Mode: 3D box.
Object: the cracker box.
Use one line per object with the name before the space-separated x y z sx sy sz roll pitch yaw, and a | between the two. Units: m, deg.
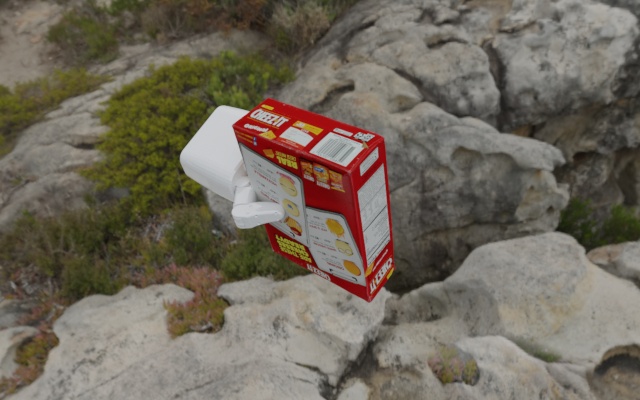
cracker box | 0.000 0.002 0.561 0.164 0.214 0.072 24 54 32
